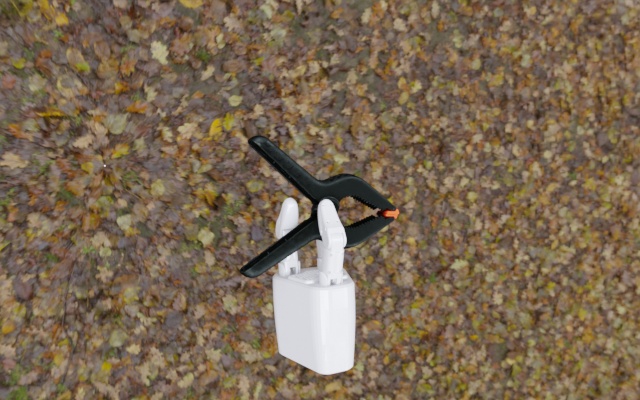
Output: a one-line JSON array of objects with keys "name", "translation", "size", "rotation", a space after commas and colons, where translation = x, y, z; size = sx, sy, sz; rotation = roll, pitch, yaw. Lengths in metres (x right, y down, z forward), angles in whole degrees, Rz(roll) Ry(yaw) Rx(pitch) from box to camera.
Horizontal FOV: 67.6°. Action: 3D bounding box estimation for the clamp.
[{"name": "clamp", "translation": [0.001, 0.002, 0.587], "size": [0.210, 0.164, 0.036], "rotation": [-4, 5, -24]}]
